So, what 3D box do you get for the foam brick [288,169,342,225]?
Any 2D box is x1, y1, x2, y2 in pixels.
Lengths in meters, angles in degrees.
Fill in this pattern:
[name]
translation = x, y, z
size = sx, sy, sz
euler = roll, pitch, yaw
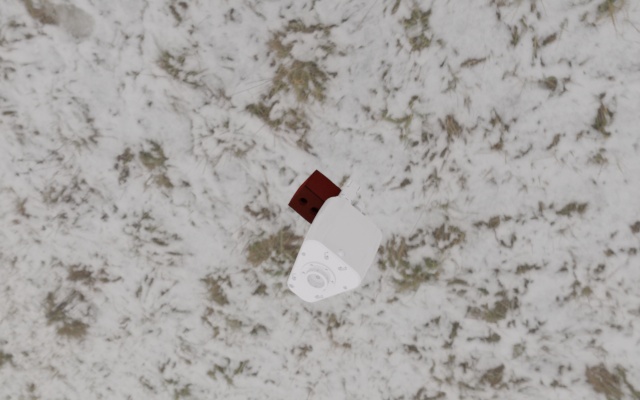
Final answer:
[foam brick]
translation = 0.000, 0.002, 0.732
size = 0.053, 0.078, 0.051
euler = -46, 7, 41
